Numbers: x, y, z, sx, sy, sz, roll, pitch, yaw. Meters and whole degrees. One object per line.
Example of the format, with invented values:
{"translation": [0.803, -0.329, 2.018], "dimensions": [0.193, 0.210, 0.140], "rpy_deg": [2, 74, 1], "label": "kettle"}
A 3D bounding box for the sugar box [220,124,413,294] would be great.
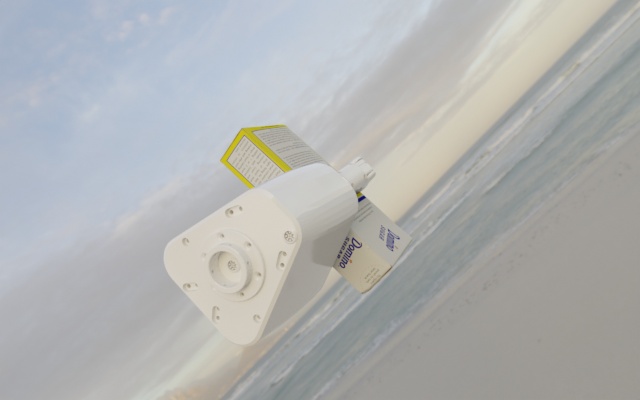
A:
{"translation": [0.000, 0.002, 0.447], "dimensions": [0.048, 0.176, 0.093], "rpy_deg": [-48, -9, 23], "label": "sugar box"}
